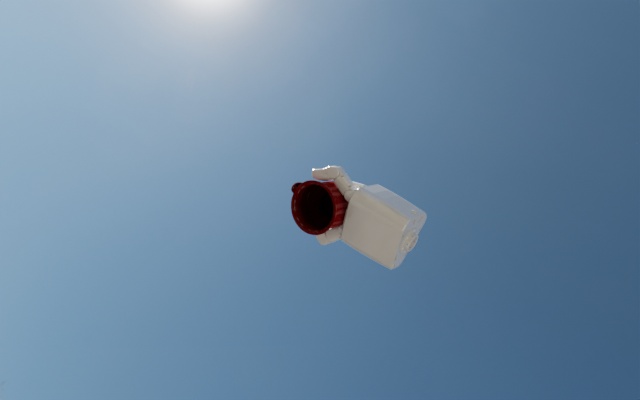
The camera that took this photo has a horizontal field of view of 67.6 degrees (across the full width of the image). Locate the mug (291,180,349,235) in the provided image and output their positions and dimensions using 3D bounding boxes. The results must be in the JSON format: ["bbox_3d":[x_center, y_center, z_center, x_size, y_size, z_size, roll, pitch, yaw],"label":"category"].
[{"bbox_3d":[-0.001,0.002,0.840,0.117,0.093,0.081,33,22,27],"label":"mug"}]
